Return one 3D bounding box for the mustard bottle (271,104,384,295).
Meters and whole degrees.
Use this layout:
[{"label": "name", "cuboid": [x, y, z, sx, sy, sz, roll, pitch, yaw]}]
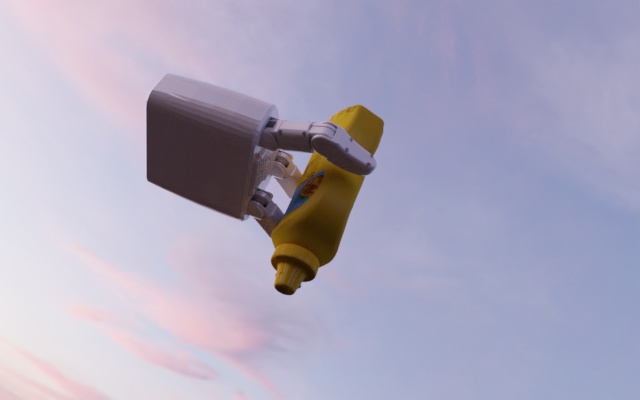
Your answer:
[{"label": "mustard bottle", "cuboid": [0.000, 0.001, 0.444, 0.058, 0.191, 0.096, 33, -37, -13]}]
